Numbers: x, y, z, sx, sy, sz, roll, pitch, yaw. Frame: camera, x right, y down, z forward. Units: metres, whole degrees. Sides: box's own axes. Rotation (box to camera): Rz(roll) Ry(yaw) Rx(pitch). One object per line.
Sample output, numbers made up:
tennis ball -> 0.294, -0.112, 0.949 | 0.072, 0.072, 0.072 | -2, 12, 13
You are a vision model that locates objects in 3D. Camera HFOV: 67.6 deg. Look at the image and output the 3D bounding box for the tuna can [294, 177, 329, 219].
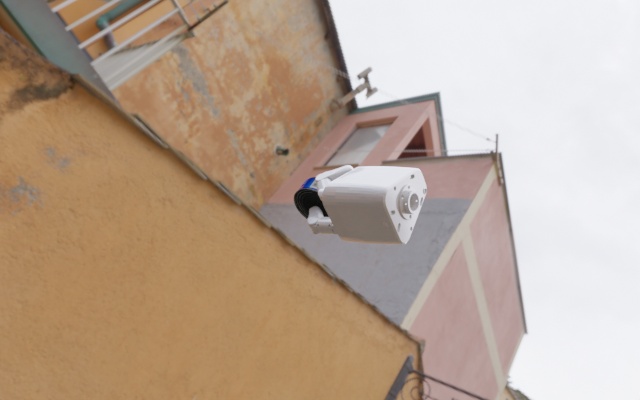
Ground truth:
tuna can -> 0.000, 0.002, 0.801 | 0.086, 0.086, 0.033 | 0, 42, 39
